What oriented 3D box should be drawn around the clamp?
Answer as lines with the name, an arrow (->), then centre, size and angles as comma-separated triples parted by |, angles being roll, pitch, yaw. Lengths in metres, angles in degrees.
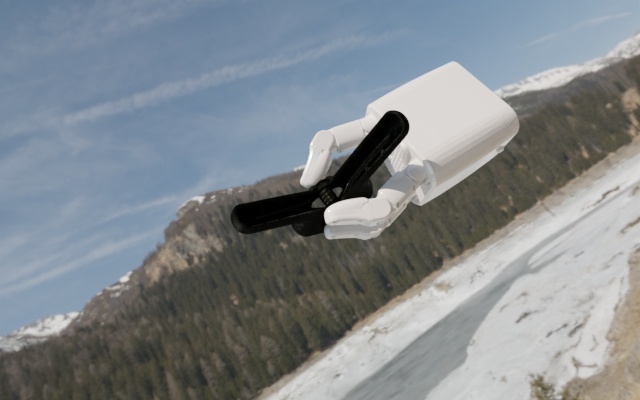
clamp -> 0.000, 0.001, 0.467 | 0.164, 0.036, 0.210 | -29, -15, -9
